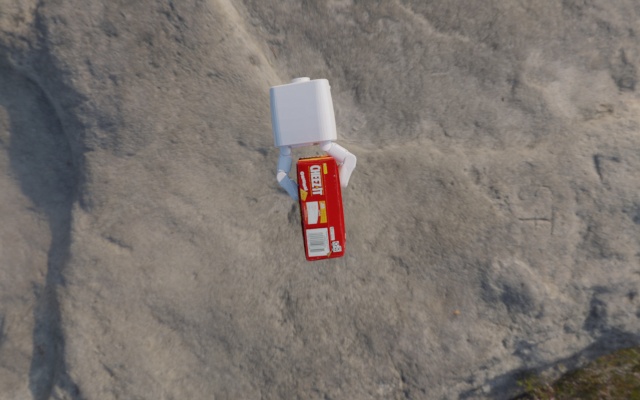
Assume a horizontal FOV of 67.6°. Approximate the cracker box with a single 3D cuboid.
[{"bbox_3d":[0.000,0.003,0.863,0.072,0.164,0.213,-6,7,0],"label":"cracker box"}]
